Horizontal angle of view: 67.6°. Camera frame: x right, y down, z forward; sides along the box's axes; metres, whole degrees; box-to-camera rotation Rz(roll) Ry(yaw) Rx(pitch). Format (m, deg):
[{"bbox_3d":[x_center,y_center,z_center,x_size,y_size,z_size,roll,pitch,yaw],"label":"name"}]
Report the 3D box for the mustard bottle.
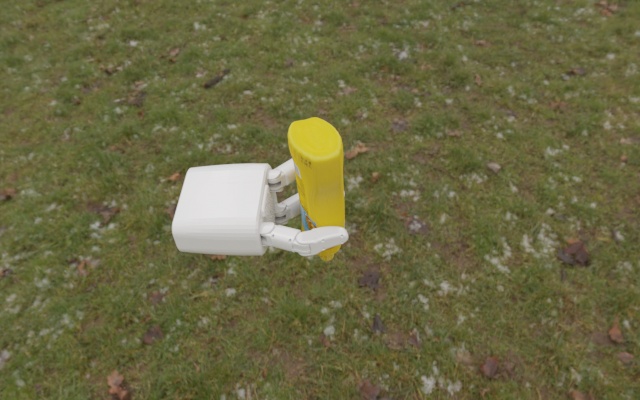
[{"bbox_3d":[0.000,0.002,0.592,0.058,0.192,0.096,-15,39,-12],"label":"mustard bottle"}]
